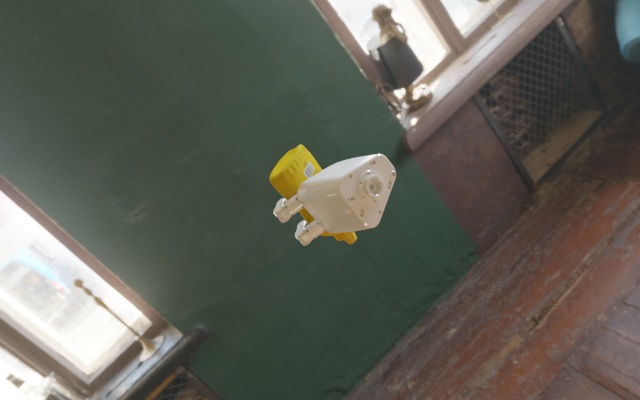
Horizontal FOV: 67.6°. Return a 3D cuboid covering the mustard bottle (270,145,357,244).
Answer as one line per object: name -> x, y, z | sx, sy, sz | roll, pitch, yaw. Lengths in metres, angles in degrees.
mustard bottle -> 0.000, 0.003, 0.817 | 0.058, 0.192, 0.096 | -26, 24, 35
